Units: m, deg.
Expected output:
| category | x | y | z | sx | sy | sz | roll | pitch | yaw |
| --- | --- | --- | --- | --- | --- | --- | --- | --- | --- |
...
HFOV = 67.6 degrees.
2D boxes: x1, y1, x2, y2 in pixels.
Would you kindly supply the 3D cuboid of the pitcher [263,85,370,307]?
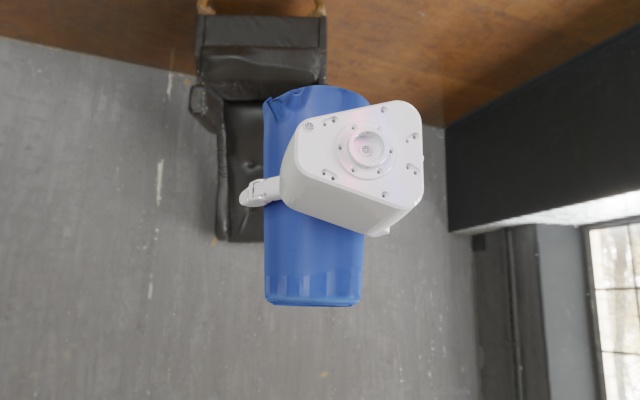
| category | x | y | z | sx | sy | sz | roll | pitch | yaw |
| --- | --- | --- | --- | --- | --- | --- | --- | --- | --- |
| pitcher | 0.000 | 0.002 | 0.568 | 0.149 | 0.242 | 0.145 | 4 | -14 | -10 |
